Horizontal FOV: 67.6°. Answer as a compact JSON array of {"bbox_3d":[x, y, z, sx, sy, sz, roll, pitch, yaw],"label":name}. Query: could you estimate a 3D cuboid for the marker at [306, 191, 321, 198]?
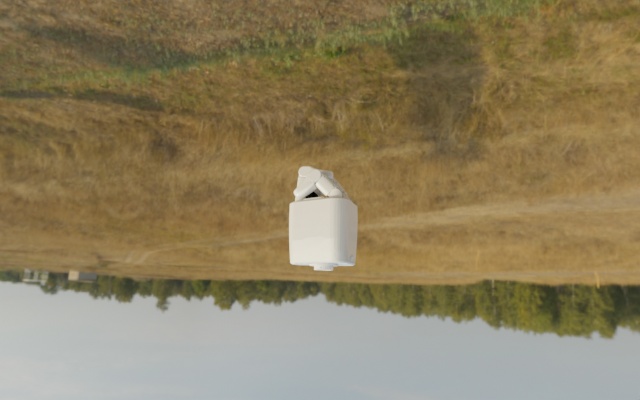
[{"bbox_3d":[0.000,0.003,0.864,0.020,0.020,0.121,0,-11,18],"label":"marker"}]
